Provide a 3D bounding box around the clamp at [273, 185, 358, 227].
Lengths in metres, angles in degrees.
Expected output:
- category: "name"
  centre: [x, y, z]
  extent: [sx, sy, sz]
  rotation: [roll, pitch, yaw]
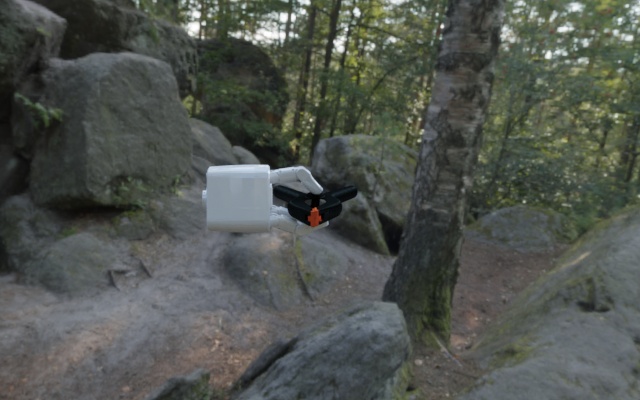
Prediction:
- category: "clamp"
  centre: [0.000, 0.002, 0.859]
  extent: [0.164, 0.036, 0.210]
  rotation: [-3, 14, -6]
